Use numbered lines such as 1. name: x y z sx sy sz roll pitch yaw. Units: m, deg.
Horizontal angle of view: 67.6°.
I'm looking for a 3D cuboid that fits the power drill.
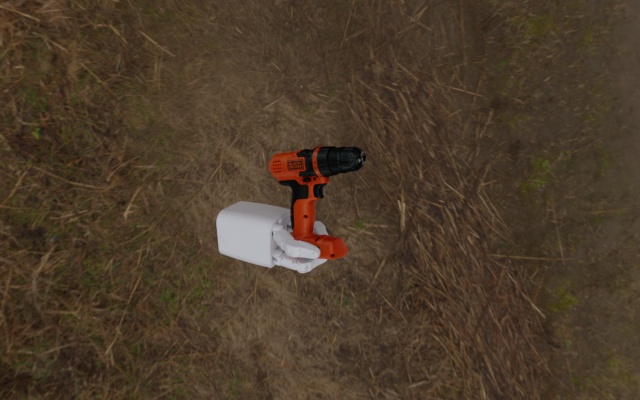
1. power drill: 0.000 0.003 0.810 0.184 0.187 0.057 -2 5 36
